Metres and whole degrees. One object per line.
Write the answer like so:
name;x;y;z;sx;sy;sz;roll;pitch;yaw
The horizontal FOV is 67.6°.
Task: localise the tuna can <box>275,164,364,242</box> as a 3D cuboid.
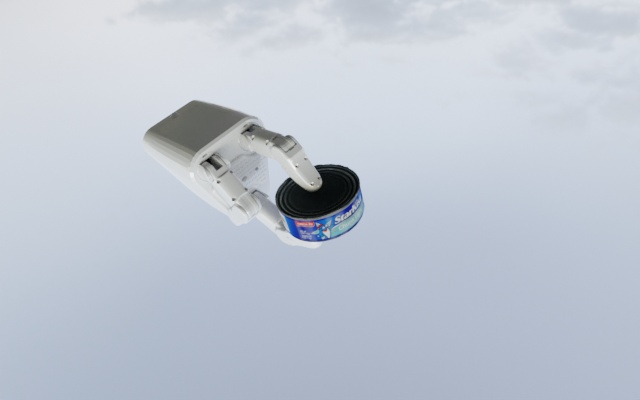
tuna can;0.000;0.002;0.478;0.086;0.034;0.086;-10;38;8
